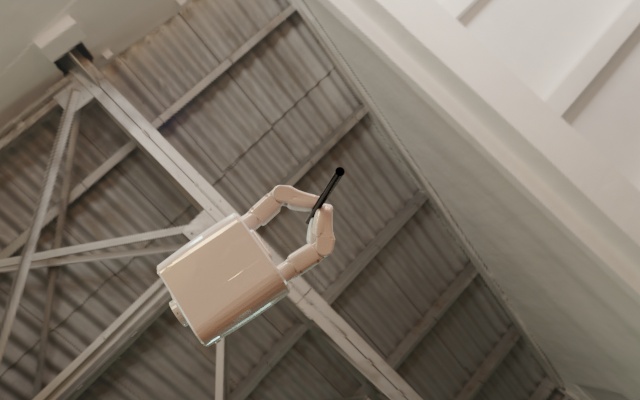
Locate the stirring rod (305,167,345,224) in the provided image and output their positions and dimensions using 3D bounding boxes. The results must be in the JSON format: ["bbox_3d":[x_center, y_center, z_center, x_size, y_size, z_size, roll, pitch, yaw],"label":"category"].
[{"bbox_3d":[0.000,0.002,0.516,0.011,0.011,0.239,0,-12,-8],"label":"stirring rod"}]
